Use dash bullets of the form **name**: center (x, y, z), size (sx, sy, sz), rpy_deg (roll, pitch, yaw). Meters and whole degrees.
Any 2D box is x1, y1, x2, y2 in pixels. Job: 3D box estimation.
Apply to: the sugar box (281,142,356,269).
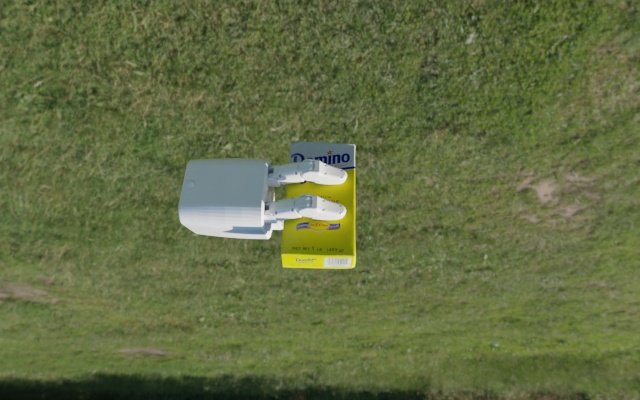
- **sugar box**: center (0.000, 0.002, 0.633), size (0.093, 0.176, 0.048), rpy_deg (2, -30, 0)
